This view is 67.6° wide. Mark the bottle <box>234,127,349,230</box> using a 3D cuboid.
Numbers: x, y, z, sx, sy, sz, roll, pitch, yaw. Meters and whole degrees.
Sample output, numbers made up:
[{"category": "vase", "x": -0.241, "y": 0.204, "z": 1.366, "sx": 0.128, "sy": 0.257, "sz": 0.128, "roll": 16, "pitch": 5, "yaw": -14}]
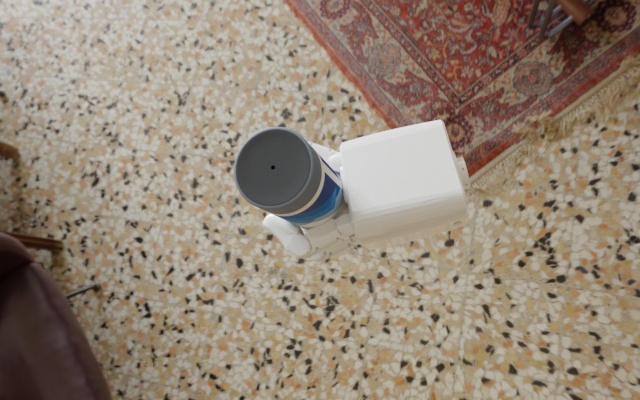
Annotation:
[{"category": "bottle", "x": 0.000, "y": 0.002, "z": 0.510, "sx": 0.069, "sy": 0.069, "sz": 0.296, "roll": 0, "pitch": -11, "yaw": 15}]
